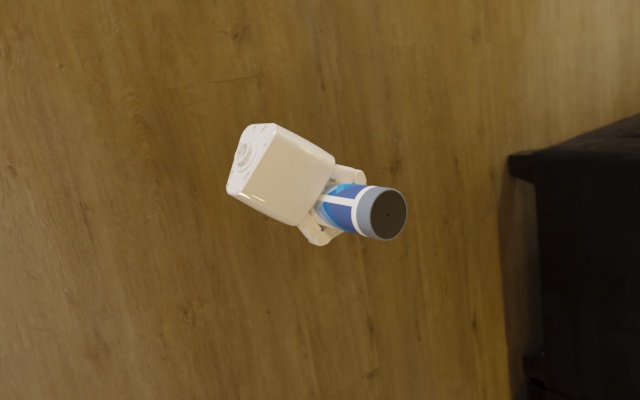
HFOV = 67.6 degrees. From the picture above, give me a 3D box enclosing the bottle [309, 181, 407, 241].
[{"bbox_3d":[0.000,0.002,0.714,0.069,0.069,0.295,0,6,-36],"label":"bottle"}]
